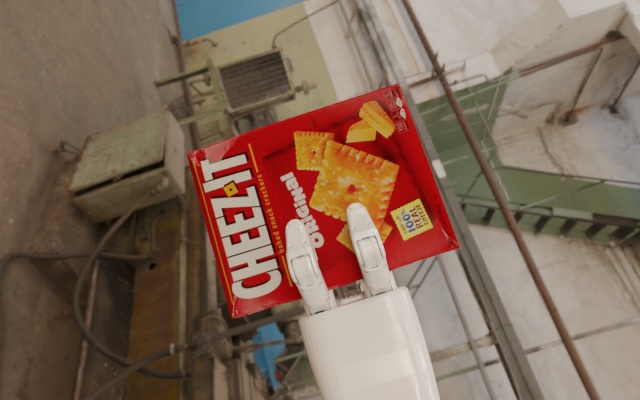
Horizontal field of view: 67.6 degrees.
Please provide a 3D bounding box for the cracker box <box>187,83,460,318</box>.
[{"bbox_3d":[0.000,0.001,0.457,0.214,0.164,0.072,-18,-9,2],"label":"cracker box"}]
